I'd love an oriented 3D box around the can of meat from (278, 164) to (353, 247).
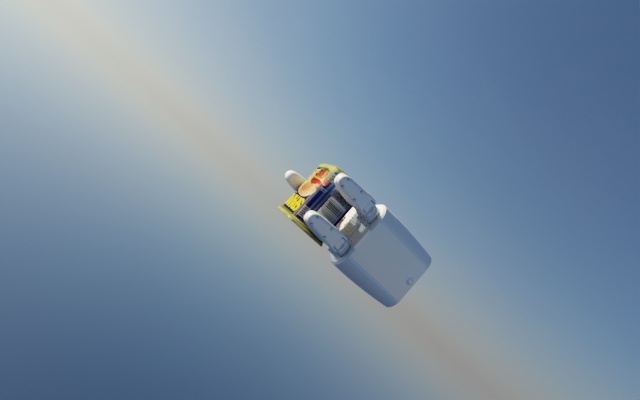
[{"bbox_3d":[0.000,0.002,0.601,0.057,0.084,0.102,43,-4,-16],"label":"can of meat"}]
